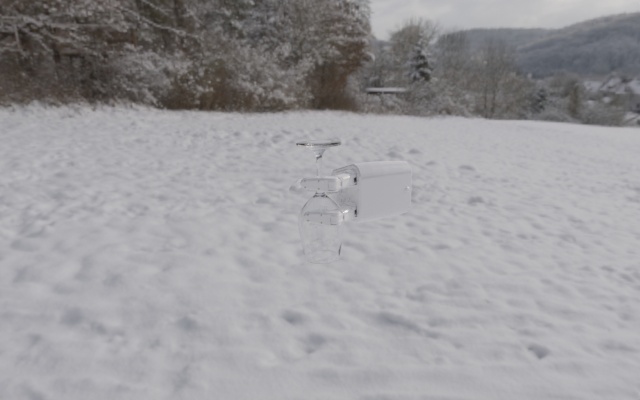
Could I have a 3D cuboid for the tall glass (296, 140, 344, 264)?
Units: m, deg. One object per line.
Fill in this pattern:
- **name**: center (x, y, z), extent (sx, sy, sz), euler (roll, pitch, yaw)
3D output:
- **tall glass**: center (0.000, 0.002, 0.804), extent (0.079, 0.201, 0.079), euler (-1, 15, 0)
